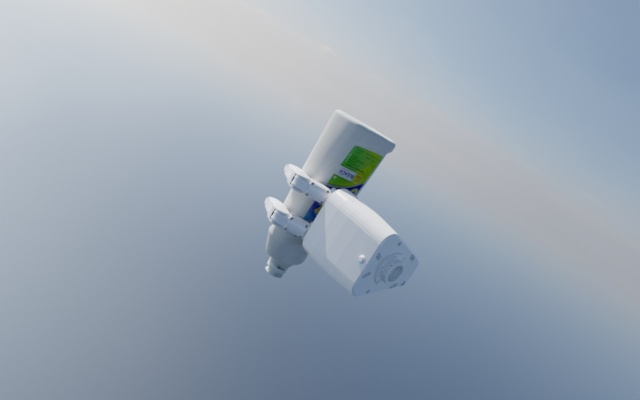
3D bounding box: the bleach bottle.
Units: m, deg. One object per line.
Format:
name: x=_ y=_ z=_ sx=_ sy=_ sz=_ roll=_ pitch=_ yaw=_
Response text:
bleach bottle: x=0.000 y=0.002 z=0.681 sx=0.102 sy=0.251 sz=0.068 roll=18 pitch=18 yaw=-46
